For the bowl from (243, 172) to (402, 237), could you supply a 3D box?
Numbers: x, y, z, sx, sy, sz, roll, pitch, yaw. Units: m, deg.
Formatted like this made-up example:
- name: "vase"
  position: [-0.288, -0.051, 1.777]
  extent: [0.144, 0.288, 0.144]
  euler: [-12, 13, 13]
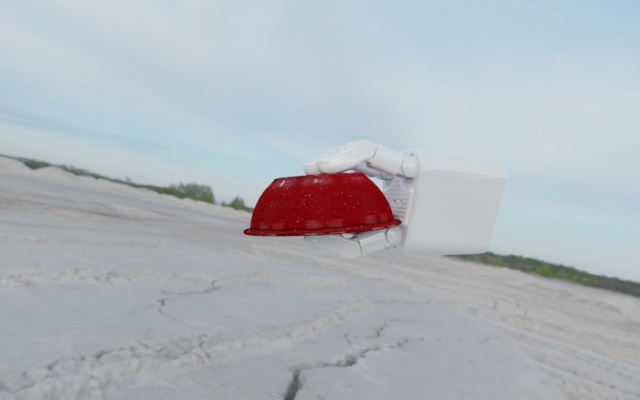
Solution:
- name: "bowl"
  position: [-0.001, 0.001, 0.488]
  extent: [0.162, 0.055, 0.162]
  euler: [-4, 2, 0]
